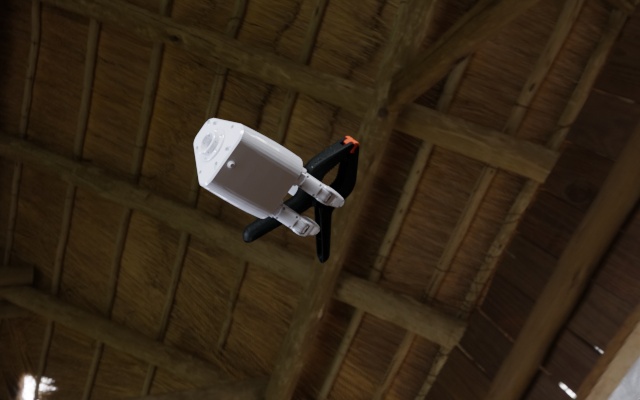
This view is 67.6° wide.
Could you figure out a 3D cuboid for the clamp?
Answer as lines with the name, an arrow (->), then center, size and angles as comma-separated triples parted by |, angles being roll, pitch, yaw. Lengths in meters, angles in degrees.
clamp -> 0.000, 0.001, 0.723 | 0.165, 0.210, 0.036 | 30, 10, -42
